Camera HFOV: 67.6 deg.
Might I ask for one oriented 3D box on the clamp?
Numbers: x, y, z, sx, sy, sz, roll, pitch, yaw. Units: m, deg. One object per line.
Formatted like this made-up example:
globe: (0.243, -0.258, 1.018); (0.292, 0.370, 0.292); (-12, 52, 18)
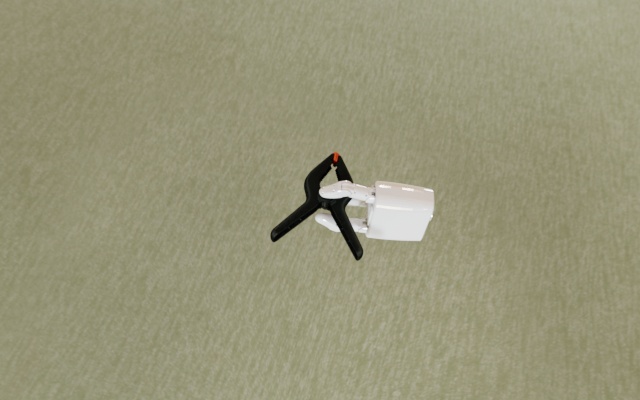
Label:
clamp: (0.000, 0.002, 0.871); (0.164, 0.209, 0.036); (7, -28, -3)
